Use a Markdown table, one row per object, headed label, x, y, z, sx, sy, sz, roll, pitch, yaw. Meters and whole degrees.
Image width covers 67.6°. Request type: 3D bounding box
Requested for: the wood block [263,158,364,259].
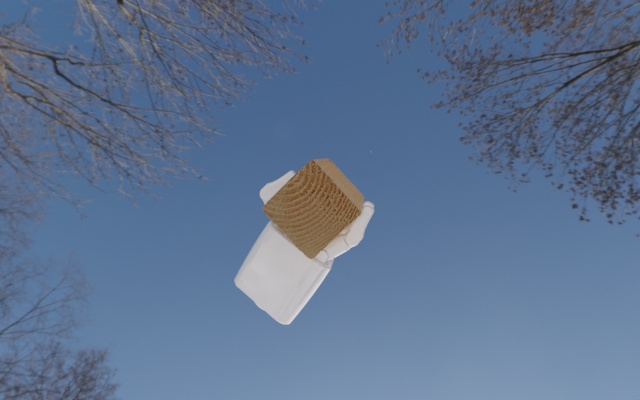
| label | x | y | z | sx | sy | sz | roll | pitch | yaw |
| --- | --- | --- | --- | --- | --- | --- | --- | --- | --- |
| wood block | 0.000 | 0.002 | 0.675 | 0.090 | 0.091 | 0.206 | -44 | 0 | 8 |
